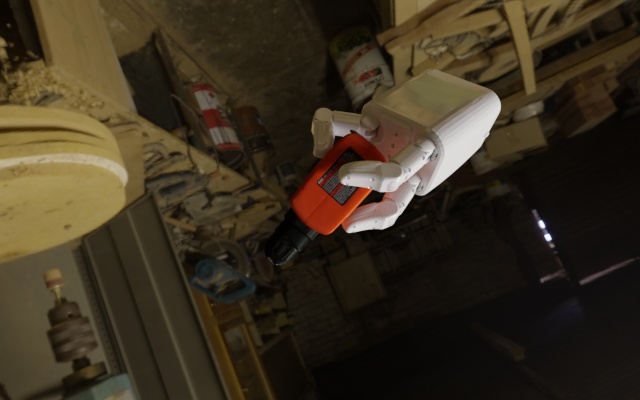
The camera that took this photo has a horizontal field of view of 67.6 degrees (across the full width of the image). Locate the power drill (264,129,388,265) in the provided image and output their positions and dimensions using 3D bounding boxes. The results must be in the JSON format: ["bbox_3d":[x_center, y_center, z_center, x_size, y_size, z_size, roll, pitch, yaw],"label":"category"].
[{"bbox_3d":[0.000,0.002,0.551,0.057,0.184,0.187,40,-7,-2],"label":"power drill"}]
